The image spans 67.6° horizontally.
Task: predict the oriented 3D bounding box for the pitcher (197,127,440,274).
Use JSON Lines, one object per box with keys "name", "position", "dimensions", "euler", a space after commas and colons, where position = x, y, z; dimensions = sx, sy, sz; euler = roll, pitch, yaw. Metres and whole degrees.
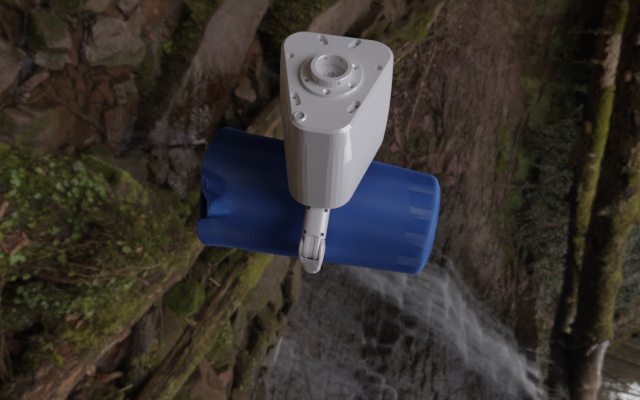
{"name": "pitcher", "position": [0.000, 0.002, 0.529], "dimensions": [0.243, 0.149, 0.145], "euler": [11, -30, 6]}
